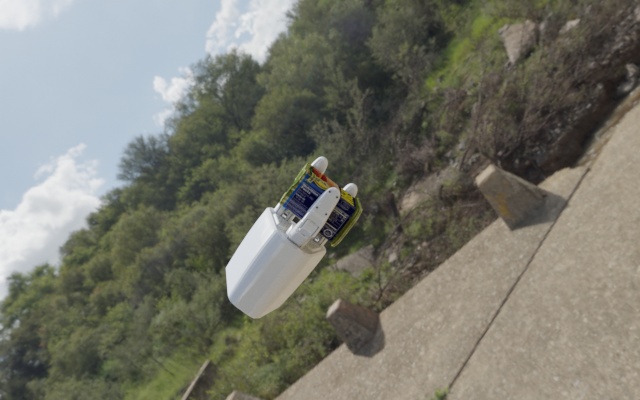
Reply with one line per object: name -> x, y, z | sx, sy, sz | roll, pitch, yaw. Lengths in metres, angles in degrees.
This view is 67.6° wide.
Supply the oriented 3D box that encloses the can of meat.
can of meat -> 0.000, 0.002, 0.592 | 0.084, 0.057, 0.102 | 37, 10, -5
